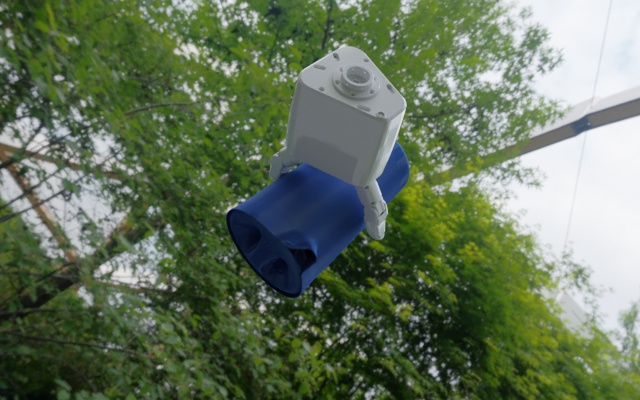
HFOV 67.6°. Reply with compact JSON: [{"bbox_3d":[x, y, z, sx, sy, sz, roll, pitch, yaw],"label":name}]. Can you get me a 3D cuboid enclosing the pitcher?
[{"bbox_3d":[0.000,0.002,0.638,0.242,0.149,0.145,-39,-22,-30],"label":"pitcher"}]
